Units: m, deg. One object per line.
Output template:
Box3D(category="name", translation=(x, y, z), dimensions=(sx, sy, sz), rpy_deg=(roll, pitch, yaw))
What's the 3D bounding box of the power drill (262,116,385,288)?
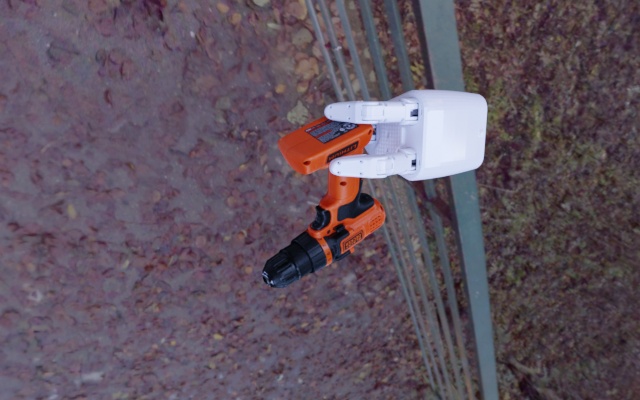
Box3D(category="power drill", translation=(0.000, 0.001, 0.560), dimensions=(0.184, 0.188, 0.057), rpy_deg=(-32, 49, -27))
